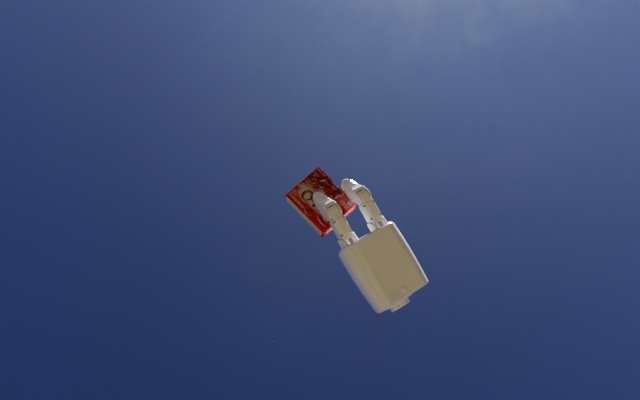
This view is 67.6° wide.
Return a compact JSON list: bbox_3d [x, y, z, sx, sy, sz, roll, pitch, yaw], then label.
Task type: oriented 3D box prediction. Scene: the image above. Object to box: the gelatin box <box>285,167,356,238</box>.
[{"bbox_3d":[0.000,0.002,0.758,0.073,0.089,0.030,-41,-11,-16],"label":"gelatin box"}]
